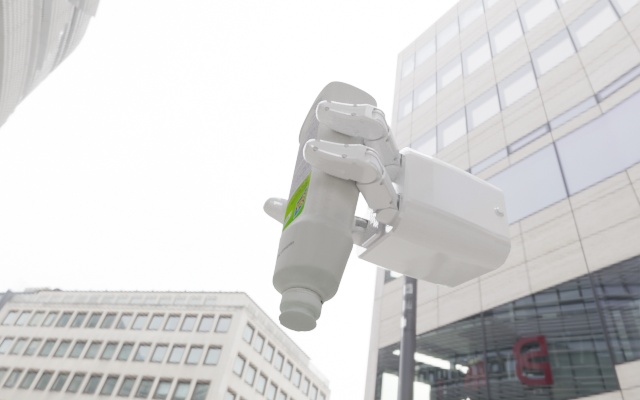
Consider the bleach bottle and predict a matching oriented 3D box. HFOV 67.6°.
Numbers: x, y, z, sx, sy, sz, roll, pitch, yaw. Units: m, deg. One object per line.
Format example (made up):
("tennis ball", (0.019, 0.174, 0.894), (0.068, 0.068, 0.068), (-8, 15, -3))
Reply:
("bleach bottle", (0.000, 0.001, 0.427), (0.068, 0.250, 0.103), (21, -44, -10))
